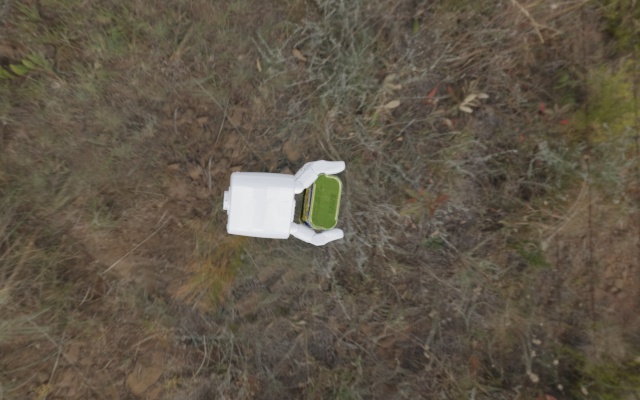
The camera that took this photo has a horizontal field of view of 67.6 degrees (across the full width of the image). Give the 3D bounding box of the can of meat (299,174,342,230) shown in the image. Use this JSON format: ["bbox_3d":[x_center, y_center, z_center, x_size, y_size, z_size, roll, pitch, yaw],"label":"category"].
[{"bbox_3d":[0.000,0.003,0.864,0.057,0.102,0.084,8,-2,-12],"label":"can of meat"}]
